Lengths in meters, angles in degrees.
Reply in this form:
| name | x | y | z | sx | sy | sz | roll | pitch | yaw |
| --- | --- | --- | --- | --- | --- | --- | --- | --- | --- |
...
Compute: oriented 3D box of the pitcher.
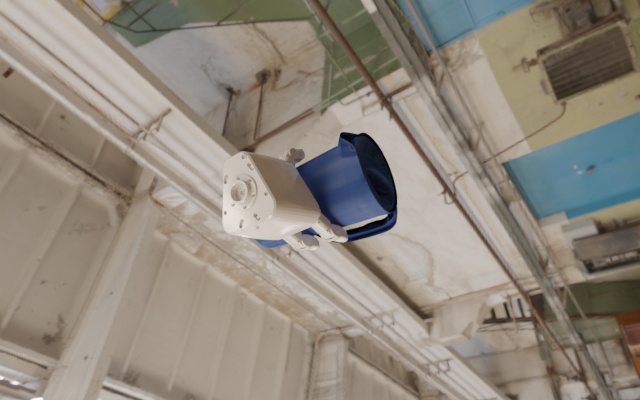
| name | x | y | z | sx | sy | sz | roll | pitch | yaw |
| --- | --- | --- | --- | --- | --- | --- | --- | --- | --- |
| pitcher | 0.000 | 0.003 | 0.792 | 0.243 | 0.149 | 0.145 | -22 | -15 | 26 |
